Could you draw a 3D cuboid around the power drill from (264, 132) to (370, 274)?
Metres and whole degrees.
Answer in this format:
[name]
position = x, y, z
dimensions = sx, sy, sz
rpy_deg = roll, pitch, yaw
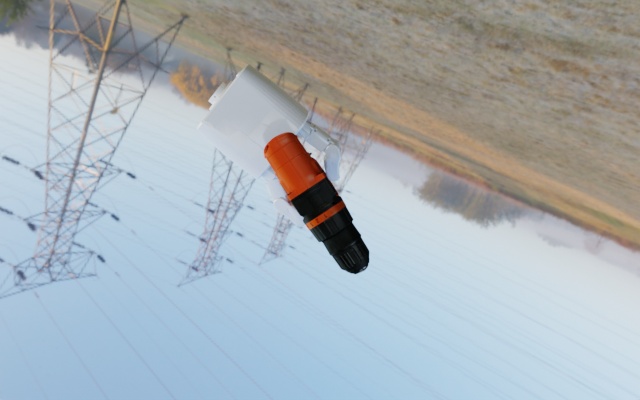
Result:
[power drill]
position = 0.000, 0.002, 0.620
dimensions = 0.057, 0.184, 0.187
rpy_deg = -32, 1, 0
